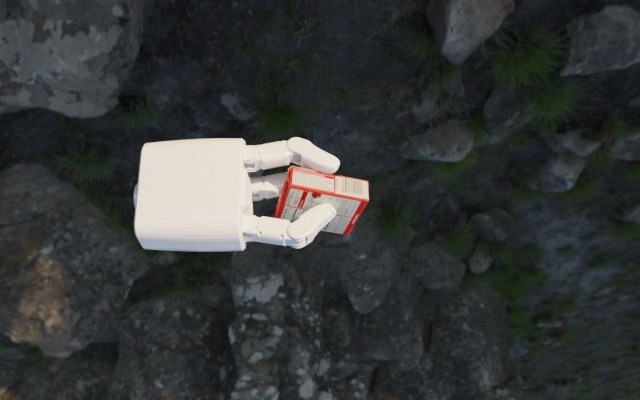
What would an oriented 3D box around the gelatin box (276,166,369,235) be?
[{"bbox_3d":[0.000,0.002,0.525,0.089,0.030,0.073,11,-37,-10],"label":"gelatin box"}]
